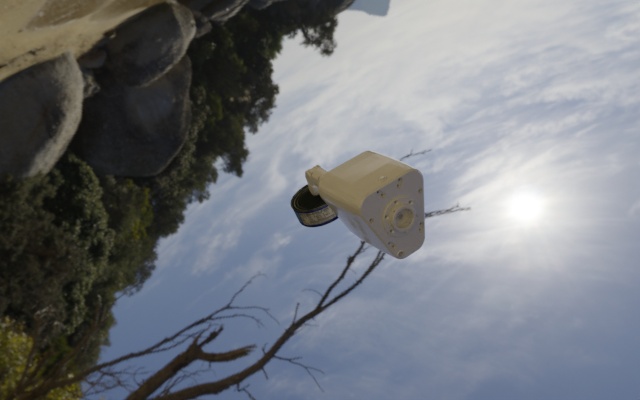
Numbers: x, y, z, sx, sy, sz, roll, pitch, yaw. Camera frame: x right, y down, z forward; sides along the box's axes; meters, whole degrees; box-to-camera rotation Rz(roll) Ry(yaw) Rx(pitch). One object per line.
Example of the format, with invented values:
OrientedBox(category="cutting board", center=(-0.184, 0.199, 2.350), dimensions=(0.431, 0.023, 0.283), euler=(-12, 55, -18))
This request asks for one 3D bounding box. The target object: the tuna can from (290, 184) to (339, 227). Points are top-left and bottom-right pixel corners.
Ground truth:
OrientedBox(category="tuna can", center=(0.000, 0.003, 0.722), dimensions=(0.086, 0.034, 0.086), euler=(-19, 29, 11))
